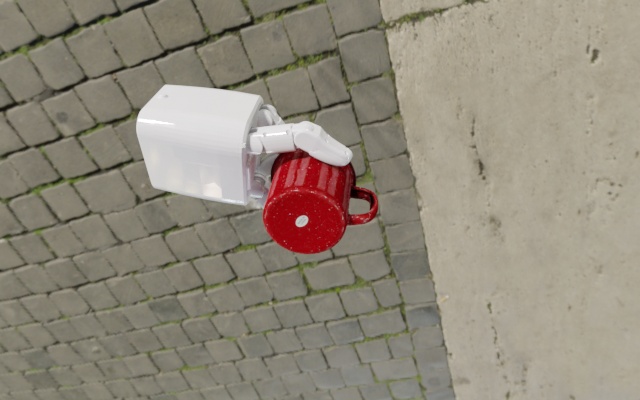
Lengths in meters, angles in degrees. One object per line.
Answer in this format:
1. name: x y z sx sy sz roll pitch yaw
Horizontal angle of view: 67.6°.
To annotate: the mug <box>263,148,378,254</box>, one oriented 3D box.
1. mug: 0.001 0.002 0.483 0.117 0.093 0.081 9 35 0
